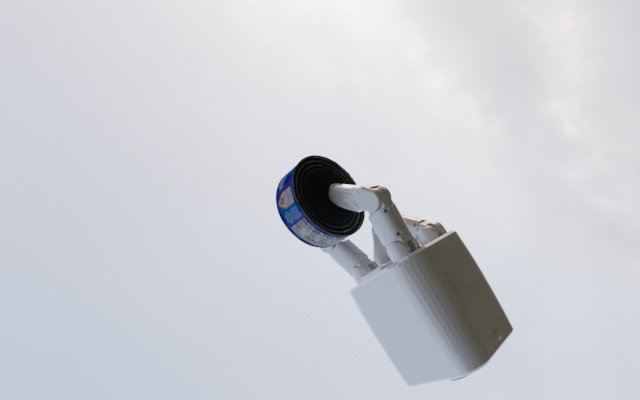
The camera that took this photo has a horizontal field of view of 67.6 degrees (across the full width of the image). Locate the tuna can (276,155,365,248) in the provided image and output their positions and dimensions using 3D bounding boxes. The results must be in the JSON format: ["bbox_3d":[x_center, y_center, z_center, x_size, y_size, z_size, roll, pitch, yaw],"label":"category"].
[{"bbox_3d":[0.000,0.002,0.460,0.086,0.086,0.034,0,-27,-42],"label":"tuna can"}]
